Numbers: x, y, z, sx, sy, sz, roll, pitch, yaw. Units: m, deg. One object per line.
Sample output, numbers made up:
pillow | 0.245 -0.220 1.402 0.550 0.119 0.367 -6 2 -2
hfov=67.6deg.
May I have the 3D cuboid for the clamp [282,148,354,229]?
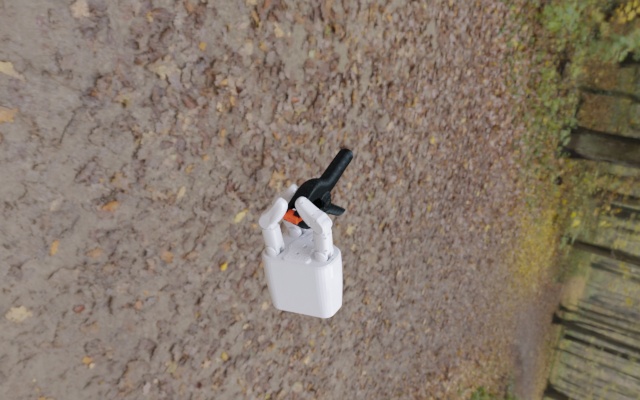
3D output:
clamp | 0.001 0.003 0.747 0.039 0.120 0.171 18 39 31
